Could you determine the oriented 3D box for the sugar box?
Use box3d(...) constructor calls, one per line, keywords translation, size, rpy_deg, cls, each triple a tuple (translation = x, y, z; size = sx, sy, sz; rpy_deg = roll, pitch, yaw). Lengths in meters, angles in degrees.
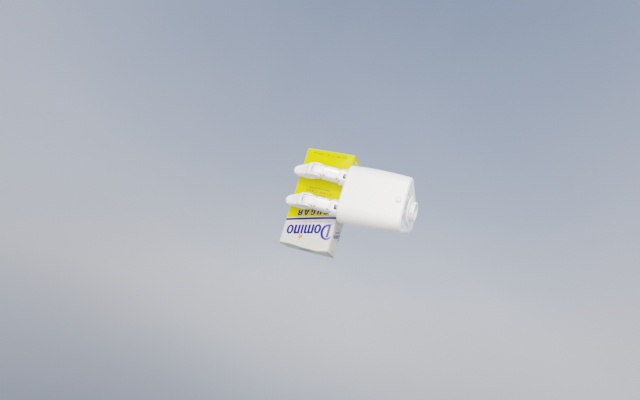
box3d(translation=(0.000, 0.002, 0.827), size=(0.093, 0.176, 0.048), rpy_deg=(11, -16, 23), cls="sugar box")
